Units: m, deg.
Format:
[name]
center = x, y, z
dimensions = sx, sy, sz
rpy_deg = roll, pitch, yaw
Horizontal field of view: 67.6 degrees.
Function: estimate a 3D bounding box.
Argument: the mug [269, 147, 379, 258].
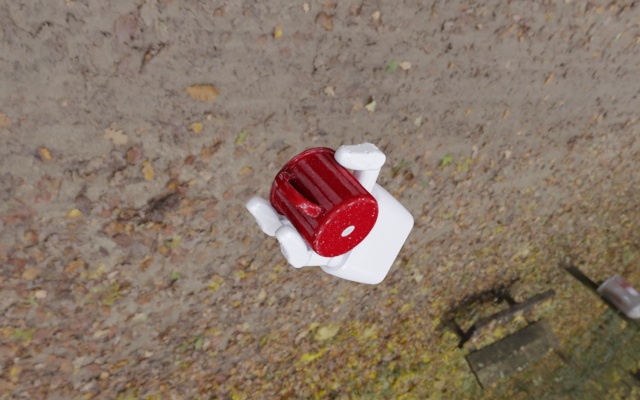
[mug]
center = -0.001, 0.001, 0.486
dimensions = 0.117, 0.093, 0.081
rpy_deg = 26, 18, -52
